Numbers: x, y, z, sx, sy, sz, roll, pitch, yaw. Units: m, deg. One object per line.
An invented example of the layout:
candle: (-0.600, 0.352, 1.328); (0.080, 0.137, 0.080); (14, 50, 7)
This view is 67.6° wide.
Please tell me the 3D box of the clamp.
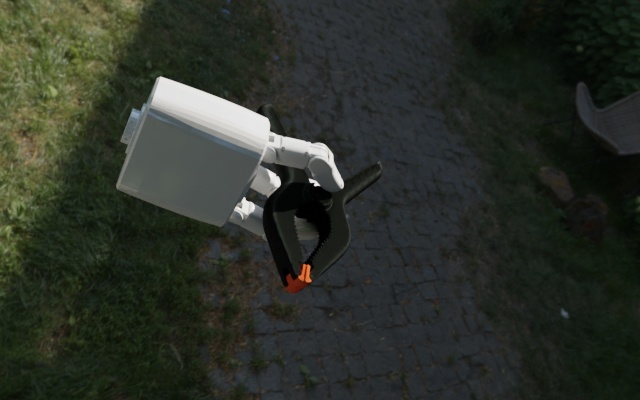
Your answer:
clamp: (0.000, 0.002, 0.499); (0.164, 0.209, 0.036); (19, -41, -23)
